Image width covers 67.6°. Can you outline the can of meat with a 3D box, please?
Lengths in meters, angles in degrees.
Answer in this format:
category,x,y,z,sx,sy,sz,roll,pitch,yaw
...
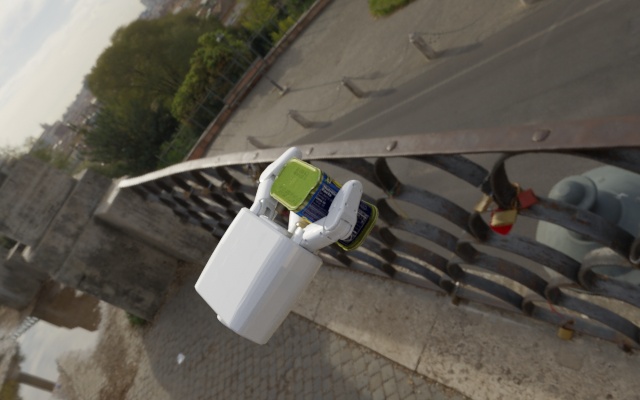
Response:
category,x,y,z,sx,sy,sz,roll,pitch,yaw
can of meat,0.000,0.002,0.523,0.084,0.057,0.102,35,-2,-28
